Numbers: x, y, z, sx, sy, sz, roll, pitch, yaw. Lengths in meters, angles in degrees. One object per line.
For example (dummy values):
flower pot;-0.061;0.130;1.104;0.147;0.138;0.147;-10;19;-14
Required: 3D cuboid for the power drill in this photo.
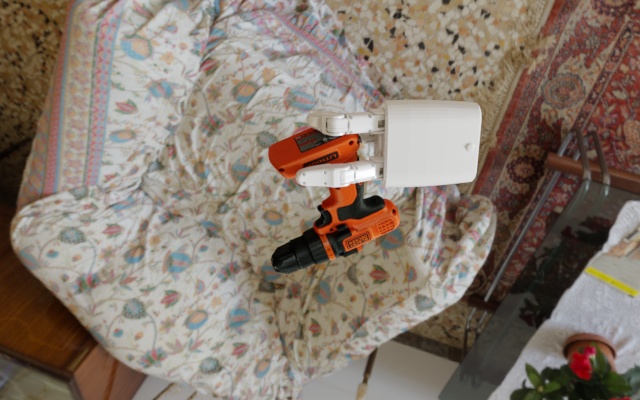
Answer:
power drill;0.000;0.002;0.604;0.184;0.188;0.057;-25;42;-4
